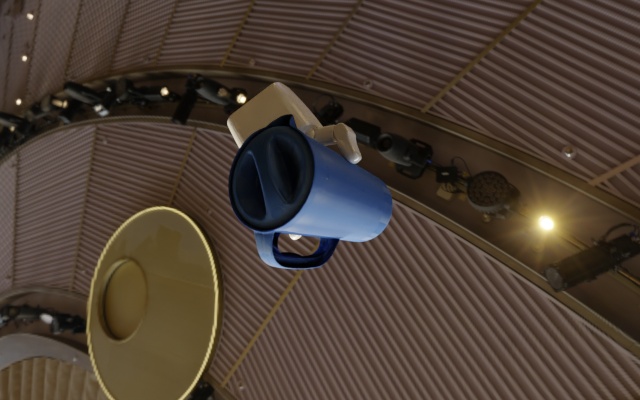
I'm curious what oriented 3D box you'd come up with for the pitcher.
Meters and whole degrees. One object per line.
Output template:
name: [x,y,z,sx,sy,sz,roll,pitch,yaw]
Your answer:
pitcher: [0.000,0.002,0.658,0.149,0.145,0.243,-47,-32,17]
